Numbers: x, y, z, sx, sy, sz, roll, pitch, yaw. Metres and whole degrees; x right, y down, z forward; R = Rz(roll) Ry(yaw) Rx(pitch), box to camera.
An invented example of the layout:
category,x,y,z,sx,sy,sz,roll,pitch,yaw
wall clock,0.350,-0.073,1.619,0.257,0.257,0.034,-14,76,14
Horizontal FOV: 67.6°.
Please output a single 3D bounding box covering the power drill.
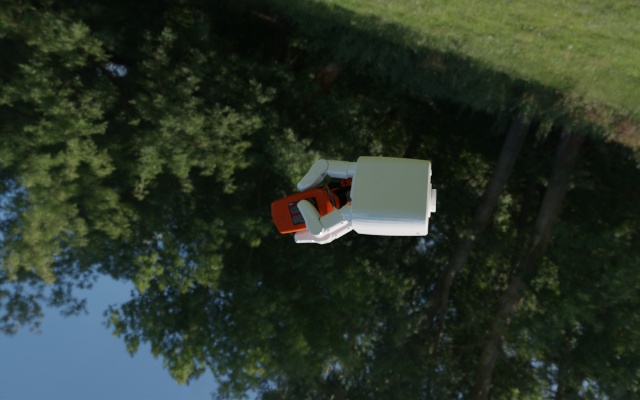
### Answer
category,x,y,z,sx,sy,sz,roll,pitch,yaw
power drill,0.000,0.003,0.800,0.184,0.057,0.187,-16,4,31
